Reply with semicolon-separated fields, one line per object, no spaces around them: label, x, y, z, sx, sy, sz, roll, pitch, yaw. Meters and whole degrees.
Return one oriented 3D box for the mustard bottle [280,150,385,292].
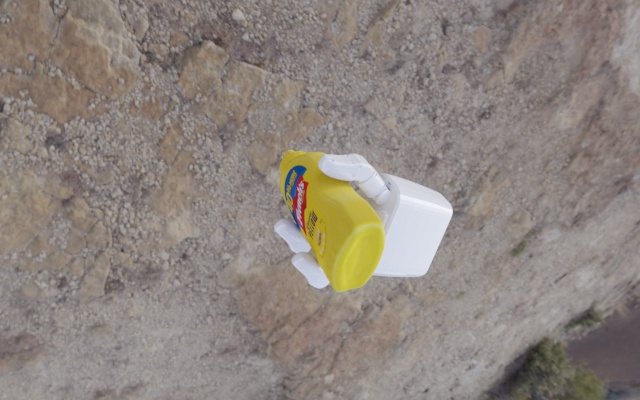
mustard bottle;0.000;0.002;0.532;0.058;0.096;0.191;-10;42;-23
